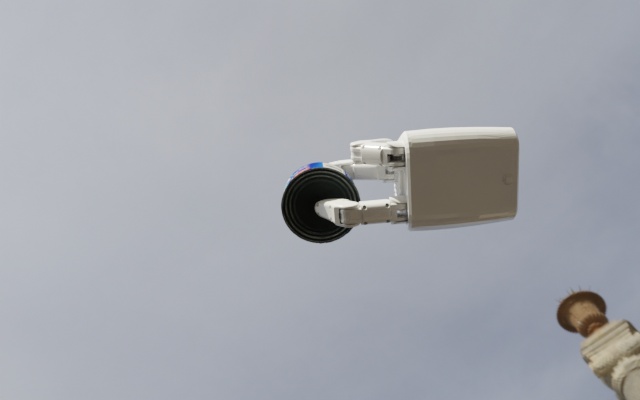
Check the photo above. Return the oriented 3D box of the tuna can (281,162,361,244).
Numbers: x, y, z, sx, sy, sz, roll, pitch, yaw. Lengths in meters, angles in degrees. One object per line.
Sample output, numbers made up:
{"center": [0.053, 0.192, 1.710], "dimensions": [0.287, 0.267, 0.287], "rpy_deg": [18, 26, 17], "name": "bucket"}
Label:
{"center": [0.000, 0.002, 0.527], "dimensions": [0.086, 0.086, 0.033], "rpy_deg": [0, 17, -2], "name": "tuna can"}
